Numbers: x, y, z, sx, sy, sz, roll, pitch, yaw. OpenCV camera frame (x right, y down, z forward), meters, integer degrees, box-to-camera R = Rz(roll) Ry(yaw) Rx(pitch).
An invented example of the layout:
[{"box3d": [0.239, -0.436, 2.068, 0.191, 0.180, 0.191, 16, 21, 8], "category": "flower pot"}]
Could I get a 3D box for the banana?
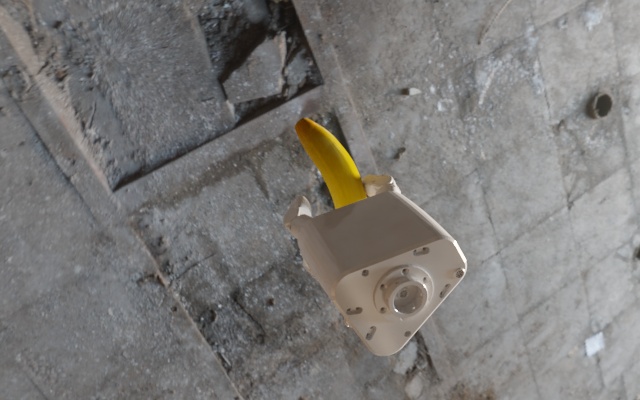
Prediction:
[{"box3d": [0.019, 0.002, 0.534, 0.069, 0.198, 0.037, -9, 22, -3], "category": "banana"}]
